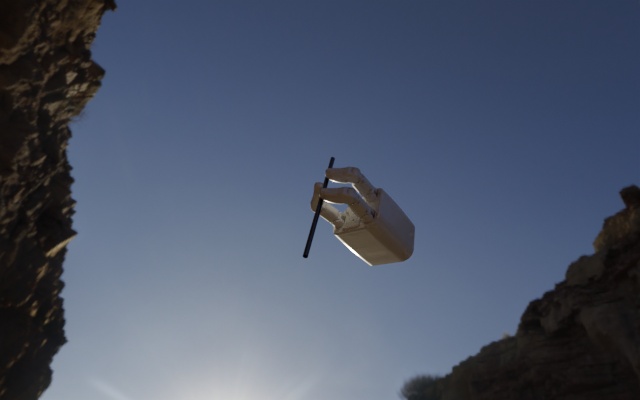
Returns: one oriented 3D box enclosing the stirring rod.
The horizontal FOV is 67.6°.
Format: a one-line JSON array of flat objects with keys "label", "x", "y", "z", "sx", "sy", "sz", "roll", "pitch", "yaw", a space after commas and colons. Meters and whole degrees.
[{"label": "stirring rod", "x": 0.000, "y": 0.003, "z": 0.784, "sx": 0.011, "sy": 0.011, "sz": 0.239, "roll": 0, "pitch": 41, "yaw": 14}]
